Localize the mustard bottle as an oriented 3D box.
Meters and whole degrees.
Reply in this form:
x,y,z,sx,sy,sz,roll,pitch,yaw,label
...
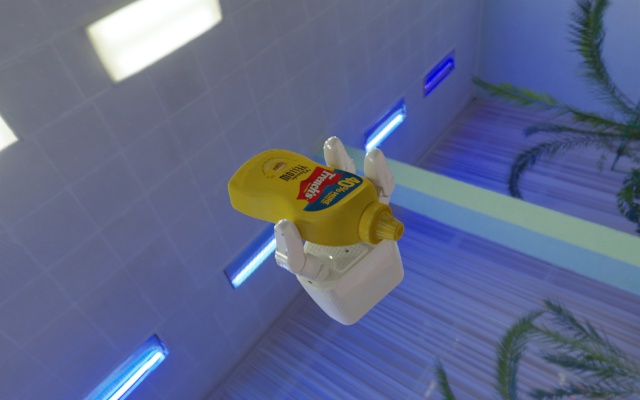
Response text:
x,y,z,sx,sy,sz,roll,pitch,yaw,label
0.000,0.001,0.496,0.191,0.058,0.096,22,41,34,mustard bottle
